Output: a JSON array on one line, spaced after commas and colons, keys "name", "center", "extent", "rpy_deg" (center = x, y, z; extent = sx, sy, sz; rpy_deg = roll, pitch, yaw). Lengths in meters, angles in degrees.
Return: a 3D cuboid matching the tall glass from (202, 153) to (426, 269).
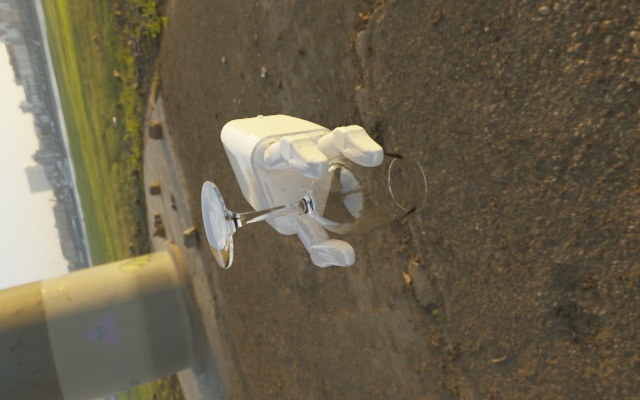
[{"name": "tall glass", "center": [0.000, 0.002, 0.437], "extent": [0.201, 0.079, 0.079], "rpy_deg": [-12, 5, -27]}]
